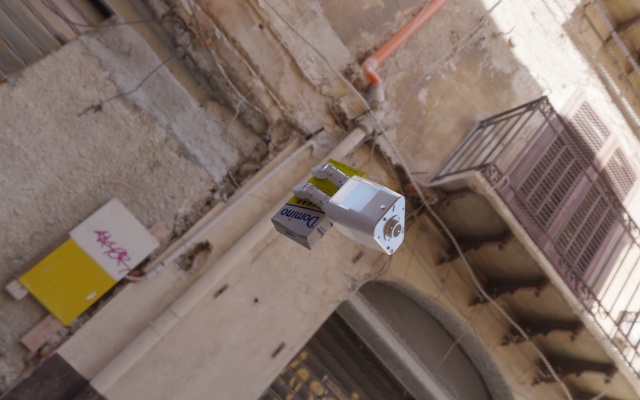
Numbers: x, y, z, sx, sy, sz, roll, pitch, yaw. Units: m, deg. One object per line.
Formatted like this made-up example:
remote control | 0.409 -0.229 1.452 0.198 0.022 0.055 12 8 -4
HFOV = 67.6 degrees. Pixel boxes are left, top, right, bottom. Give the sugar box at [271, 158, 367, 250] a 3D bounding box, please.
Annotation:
sugar box | 0.000 0.003 0.895 0.093 0.048 0.176 25 59 35
